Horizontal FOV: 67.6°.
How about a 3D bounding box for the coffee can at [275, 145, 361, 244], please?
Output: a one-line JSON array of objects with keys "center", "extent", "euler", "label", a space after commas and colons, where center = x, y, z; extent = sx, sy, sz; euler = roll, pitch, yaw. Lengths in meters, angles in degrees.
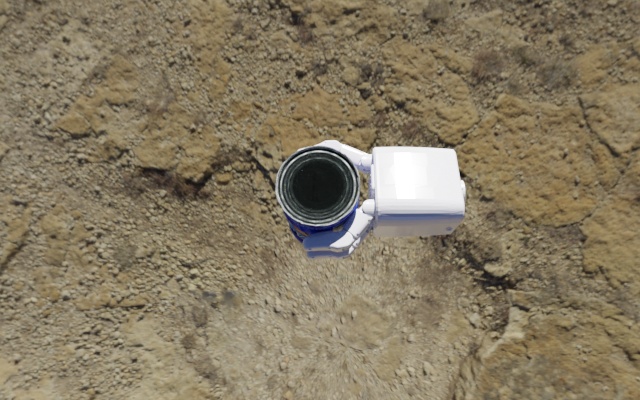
[{"center": [0.000, 0.002, 0.633], "extent": [0.103, 0.102, 0.140], "euler": [0, -17, 3], "label": "coffee can"}]
